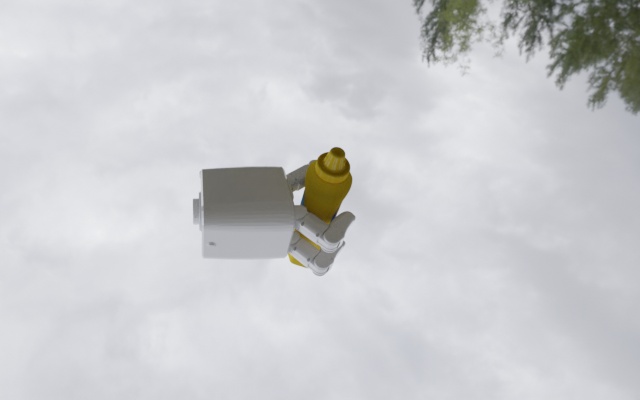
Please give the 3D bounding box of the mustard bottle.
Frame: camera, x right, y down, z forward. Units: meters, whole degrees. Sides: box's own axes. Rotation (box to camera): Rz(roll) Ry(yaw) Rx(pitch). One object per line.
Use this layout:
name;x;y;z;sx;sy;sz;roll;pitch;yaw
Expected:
mustard bottle;0.000;0.002;0.618;0.058;0.096;0.192;19;-39;1
